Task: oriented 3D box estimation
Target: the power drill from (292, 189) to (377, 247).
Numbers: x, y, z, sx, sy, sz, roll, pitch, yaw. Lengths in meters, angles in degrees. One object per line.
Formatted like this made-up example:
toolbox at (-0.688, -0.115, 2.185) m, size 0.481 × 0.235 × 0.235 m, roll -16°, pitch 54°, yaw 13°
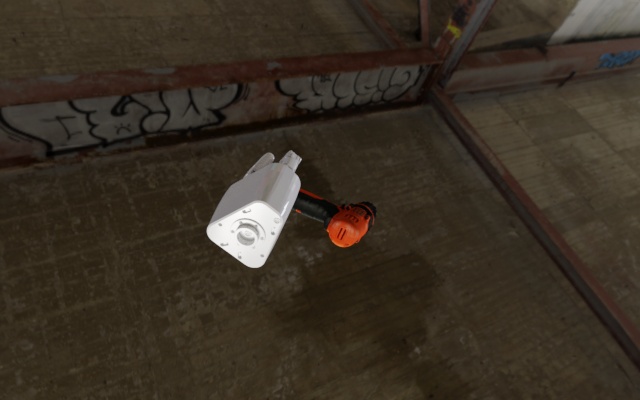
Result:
power drill at (0.000, 0.002, 0.793) m, size 0.187 × 0.057 × 0.184 m, roll 26°, pitch 15°, yaw 12°
